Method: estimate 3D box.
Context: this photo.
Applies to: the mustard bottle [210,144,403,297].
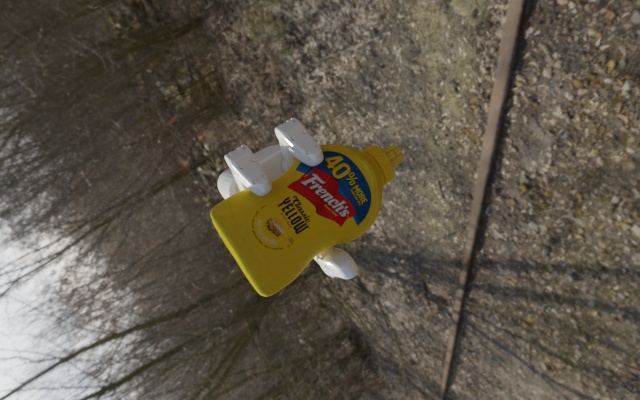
[{"bbox_3d":[0.000,0.002,0.457,0.191,0.096,0.058,-32,-8,-15],"label":"mustard bottle"}]
